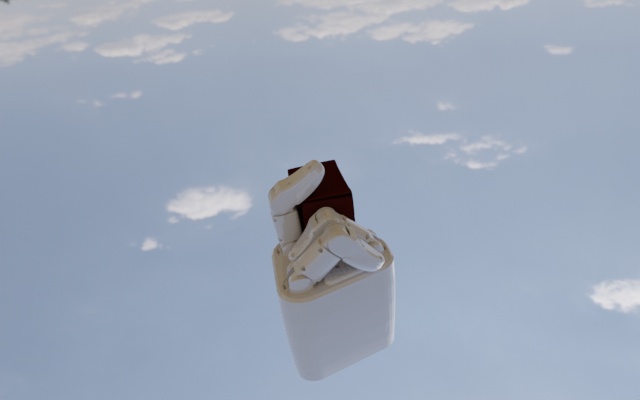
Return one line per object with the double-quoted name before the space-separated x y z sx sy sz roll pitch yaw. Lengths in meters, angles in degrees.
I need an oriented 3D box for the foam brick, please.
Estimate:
"foam brick" 0.000 0.001 0.474 0.053 0.051 0.078 -11 29 -5
